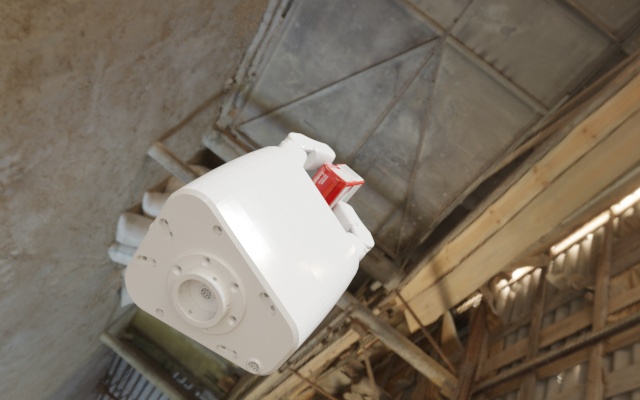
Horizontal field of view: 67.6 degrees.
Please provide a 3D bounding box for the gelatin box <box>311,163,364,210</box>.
[{"bbox_3d":[0.001,0.002,0.442,0.030,0.073,0.089,42,13,9],"label":"gelatin box"}]
